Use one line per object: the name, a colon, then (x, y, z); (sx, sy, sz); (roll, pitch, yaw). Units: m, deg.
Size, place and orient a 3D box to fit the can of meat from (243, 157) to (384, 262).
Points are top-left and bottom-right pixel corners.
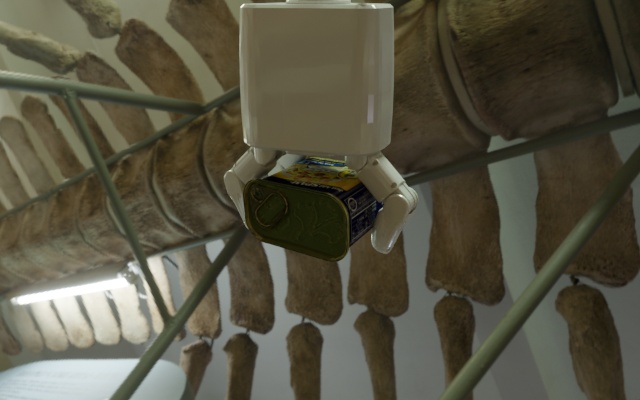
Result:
can of meat: (0.000, 0.001, 0.409); (0.102, 0.057, 0.084); (12, 27, 31)
